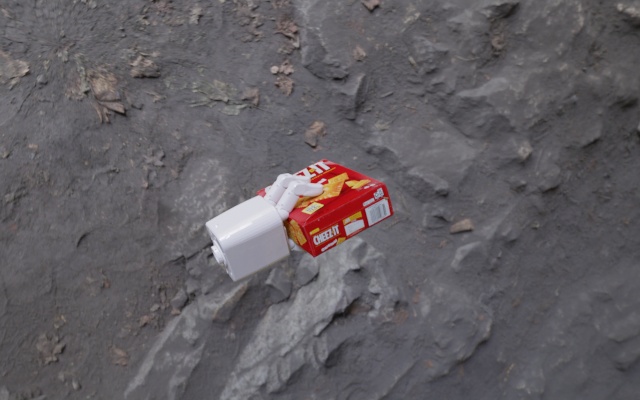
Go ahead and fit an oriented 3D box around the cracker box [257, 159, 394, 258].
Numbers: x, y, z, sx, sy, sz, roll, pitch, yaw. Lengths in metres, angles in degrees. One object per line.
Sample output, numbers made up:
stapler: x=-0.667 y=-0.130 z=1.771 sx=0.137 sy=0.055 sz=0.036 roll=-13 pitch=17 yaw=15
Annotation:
cracker box: x=0.000 y=0.003 z=0.859 sx=0.164 sy=0.072 sz=0.213 roll=-27 pitch=27 yaw=-19
